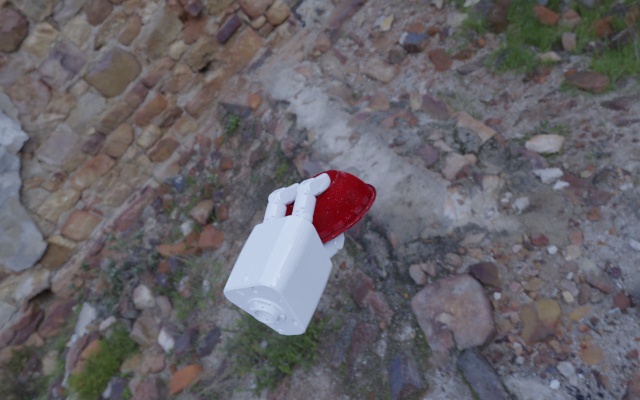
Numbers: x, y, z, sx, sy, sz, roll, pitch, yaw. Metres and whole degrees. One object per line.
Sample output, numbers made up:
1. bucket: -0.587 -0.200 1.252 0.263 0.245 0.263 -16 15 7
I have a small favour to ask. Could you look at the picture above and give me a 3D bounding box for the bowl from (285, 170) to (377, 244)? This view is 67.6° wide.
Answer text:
1. bowl: 0.000 0.001 0.713 0.162 0.055 0.162 -28 20 11
